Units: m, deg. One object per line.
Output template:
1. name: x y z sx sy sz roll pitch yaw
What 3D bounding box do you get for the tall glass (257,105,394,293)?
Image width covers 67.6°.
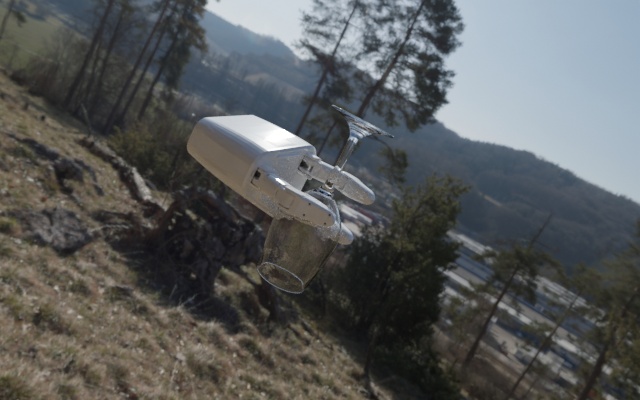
1. tall glass: 0.000 0.001 0.527 0.079 0.201 0.079 26 10 -5
